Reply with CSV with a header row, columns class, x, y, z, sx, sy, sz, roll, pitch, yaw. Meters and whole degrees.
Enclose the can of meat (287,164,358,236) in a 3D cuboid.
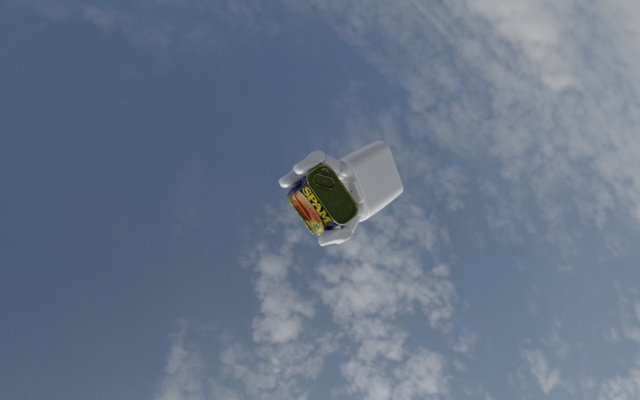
class,x,y,z,sx,sy,sz,roll,pitch,yaw
can of meat,0.000,0.003,0.795,0.057,0.102,0.084,-36,2,-36
